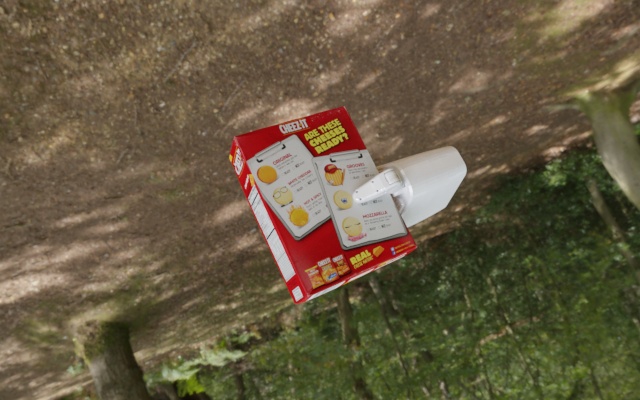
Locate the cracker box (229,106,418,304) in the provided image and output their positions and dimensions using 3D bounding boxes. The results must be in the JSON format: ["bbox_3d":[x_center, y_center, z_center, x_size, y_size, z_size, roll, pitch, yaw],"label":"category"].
[{"bbox_3d":[0.000,0.002,0.614,0.164,0.213,0.072,-20,-14,-25],"label":"cracker box"}]
